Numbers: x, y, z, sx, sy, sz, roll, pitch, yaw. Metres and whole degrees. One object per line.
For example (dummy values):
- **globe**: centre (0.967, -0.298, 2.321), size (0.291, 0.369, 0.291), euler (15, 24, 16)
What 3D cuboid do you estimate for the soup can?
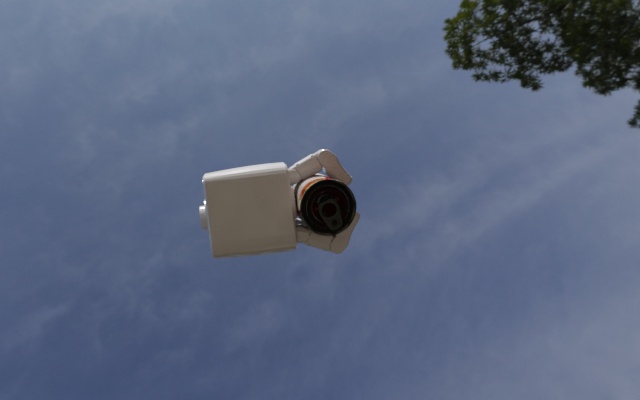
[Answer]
- **soup can**: centre (0.001, 0.002, 0.609), size (0.068, 0.068, 0.102), euler (0, 8, -11)
